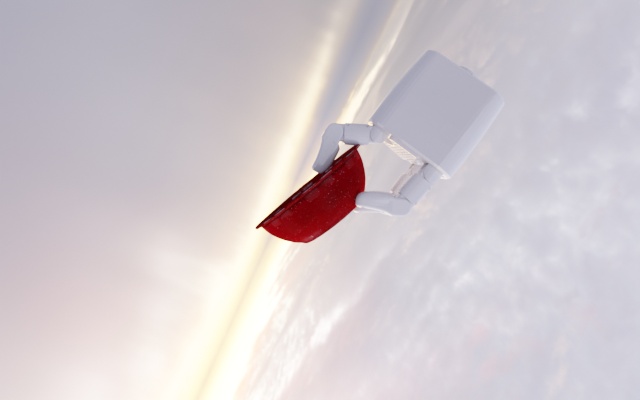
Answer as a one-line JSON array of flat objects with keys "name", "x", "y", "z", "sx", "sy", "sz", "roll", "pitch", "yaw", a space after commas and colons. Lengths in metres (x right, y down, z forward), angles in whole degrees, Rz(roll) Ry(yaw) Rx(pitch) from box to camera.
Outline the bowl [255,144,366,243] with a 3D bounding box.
[{"name": "bowl", "x": -0.001, "y": 0.003, "z": 0.574, "sx": 0.162, "sy": 0.055, "sz": 0.162, "roll": -38, "pitch": 5, "yaw": 4}]
